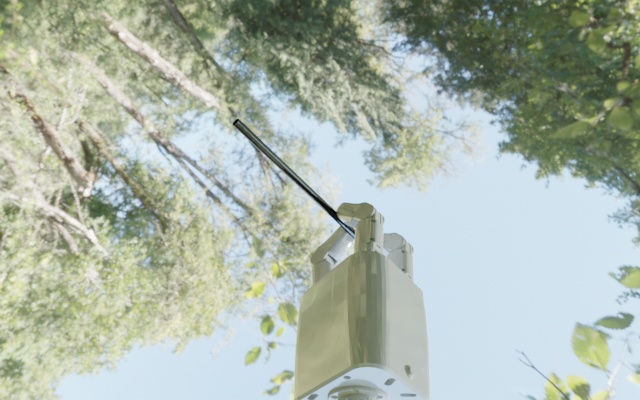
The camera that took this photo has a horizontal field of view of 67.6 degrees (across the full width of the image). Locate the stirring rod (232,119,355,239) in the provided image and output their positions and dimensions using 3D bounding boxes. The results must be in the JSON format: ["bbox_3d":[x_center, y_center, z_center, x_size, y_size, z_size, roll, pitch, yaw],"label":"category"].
[{"bbox_3d":[0.000,0.002,0.482,0.011,0.011,0.240,0,-36,50],"label":"stirring rod"}]
